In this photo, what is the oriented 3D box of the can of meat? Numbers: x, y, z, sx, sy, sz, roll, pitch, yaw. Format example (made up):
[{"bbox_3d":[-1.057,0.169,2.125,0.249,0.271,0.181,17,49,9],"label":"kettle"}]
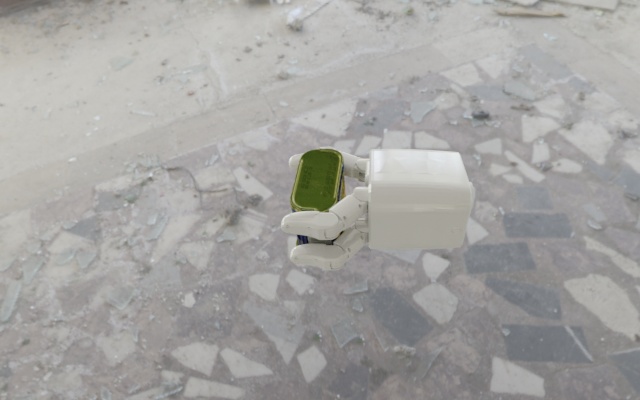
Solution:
[{"bbox_3d":[0.000,0.002,0.558,0.057,0.102,0.084,3,-40,8],"label":"can of meat"}]
